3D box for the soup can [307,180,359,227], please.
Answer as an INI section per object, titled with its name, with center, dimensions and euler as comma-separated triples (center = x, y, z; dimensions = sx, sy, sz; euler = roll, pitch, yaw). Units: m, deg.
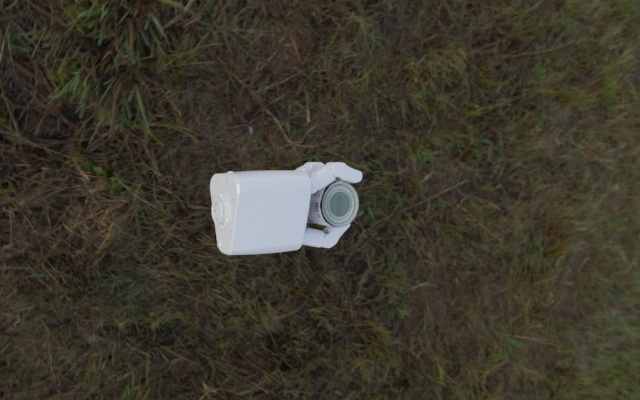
[soup can]
center = 0.001, 0.002, 0.710
dimensions = 0.068, 0.068, 0.102
euler = 0, 3, -34
